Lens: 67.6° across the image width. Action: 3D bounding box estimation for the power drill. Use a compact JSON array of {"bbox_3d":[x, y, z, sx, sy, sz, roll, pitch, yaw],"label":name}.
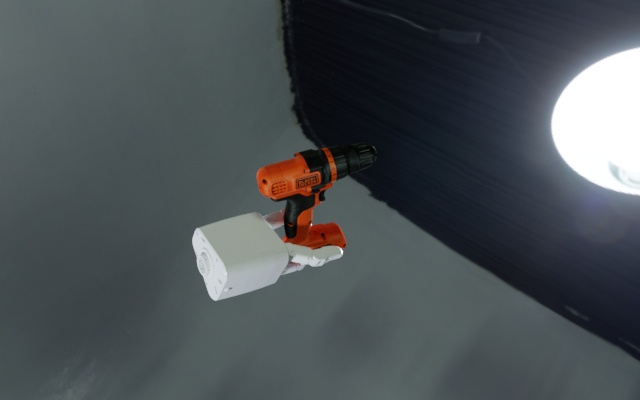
[{"bbox_3d":[0.000,0.003,0.747,0.184,0.188,0.057,-15,40,-13],"label":"power drill"}]
